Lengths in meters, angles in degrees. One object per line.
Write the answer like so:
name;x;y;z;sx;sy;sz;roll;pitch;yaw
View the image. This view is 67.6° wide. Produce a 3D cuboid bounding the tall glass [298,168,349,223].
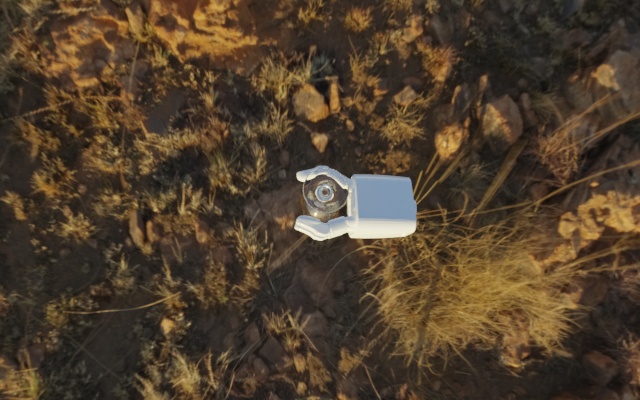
tall glass;0.000;0.003;0.859;0.079;0.079;0.201;0;-11;-6
